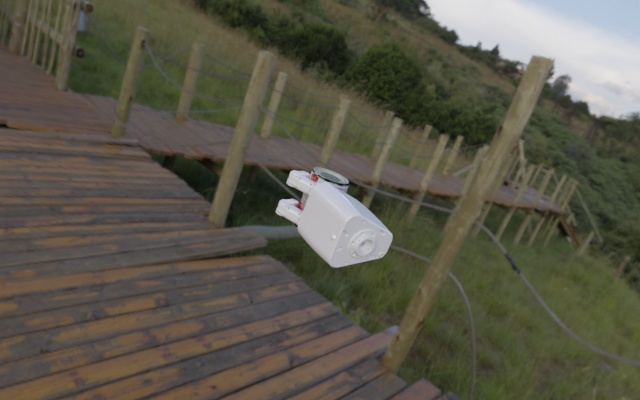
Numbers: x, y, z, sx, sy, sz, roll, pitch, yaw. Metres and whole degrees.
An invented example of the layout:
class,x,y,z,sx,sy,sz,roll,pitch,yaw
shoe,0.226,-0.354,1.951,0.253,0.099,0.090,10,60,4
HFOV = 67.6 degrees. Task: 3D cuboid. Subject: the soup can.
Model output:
class,x,y,z,sx,sy,sz,roll,pitch,yaw
soup can,0.000,0.002,0.817,0.068,0.102,0.068,20,18,-7
